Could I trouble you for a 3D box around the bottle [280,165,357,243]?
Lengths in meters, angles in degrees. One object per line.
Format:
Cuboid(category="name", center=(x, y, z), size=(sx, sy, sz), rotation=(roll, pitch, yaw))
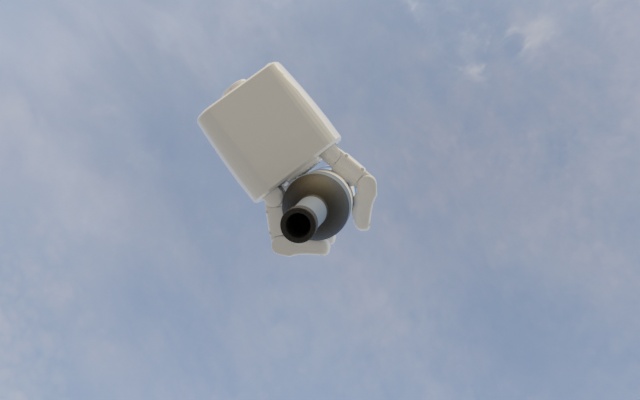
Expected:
Cuboid(category="bottle", center=(0.000, 0.002, 0.498), size=(0.069, 0.069, 0.295), rotation=(0, 7, 7))
